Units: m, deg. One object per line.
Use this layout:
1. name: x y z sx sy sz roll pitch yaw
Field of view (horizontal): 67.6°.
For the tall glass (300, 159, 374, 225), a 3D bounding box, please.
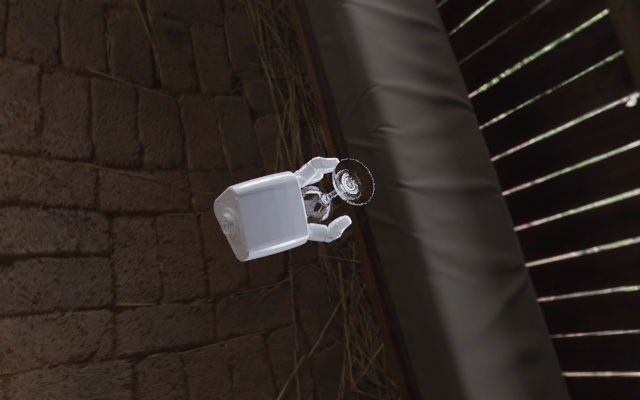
1. tall glass: 0.001 0.002 0.795 0.079 0.079 0.201 0 -18 -32
